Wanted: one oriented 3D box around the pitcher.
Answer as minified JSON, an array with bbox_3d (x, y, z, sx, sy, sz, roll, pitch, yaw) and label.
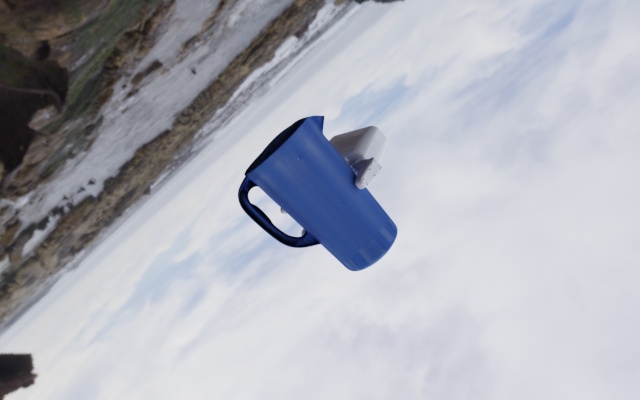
[{"bbox_3d":[0.000,0.002,0.750,0.149,0.243,0.145,-32,18,38],"label":"pitcher"}]
